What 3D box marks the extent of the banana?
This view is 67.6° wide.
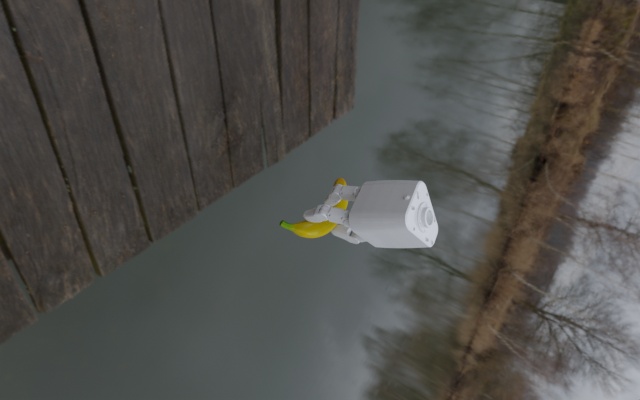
[{"bbox_3d":[0.009,0.019,0.890,0.037,0.069,0.197,-35,2,43],"label":"banana"}]
